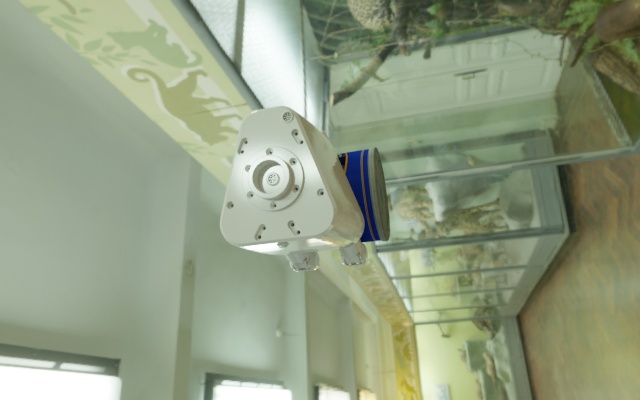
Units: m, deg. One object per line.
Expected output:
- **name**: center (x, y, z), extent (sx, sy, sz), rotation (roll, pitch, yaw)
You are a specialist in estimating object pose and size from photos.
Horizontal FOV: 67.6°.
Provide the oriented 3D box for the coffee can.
- **coffee can**: center (0.000, 0.002, 0.532), extent (0.140, 0.103, 0.103), rotation (-8, -2, 13)
